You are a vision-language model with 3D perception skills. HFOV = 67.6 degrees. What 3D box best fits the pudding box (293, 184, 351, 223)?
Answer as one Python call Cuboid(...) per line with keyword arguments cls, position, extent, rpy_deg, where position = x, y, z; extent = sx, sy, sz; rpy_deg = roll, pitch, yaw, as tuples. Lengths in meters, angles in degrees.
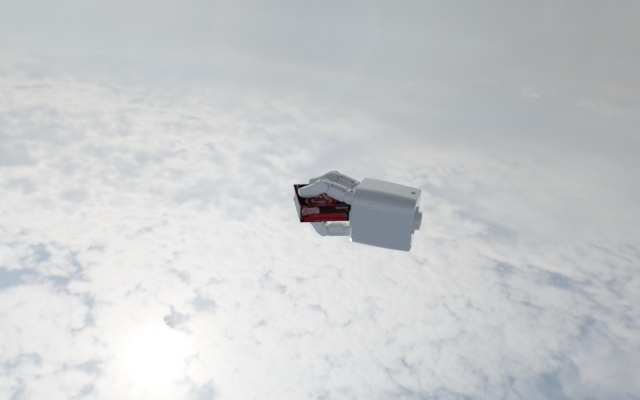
Cuboid(cls="pudding box", position=(0.000, 0.003, 0.864), extent=(0.090, 0.039, 0.113), rpy_deg=(-1, 19, -10))
